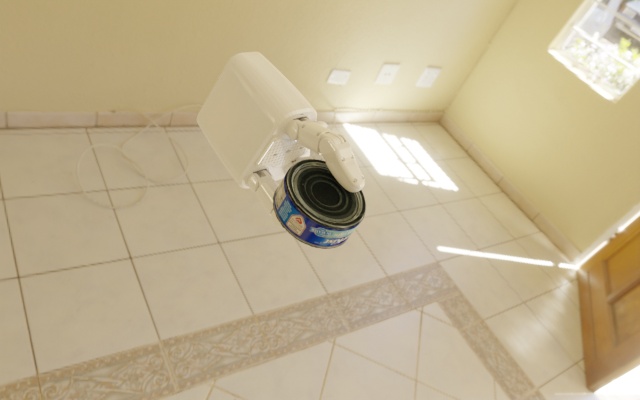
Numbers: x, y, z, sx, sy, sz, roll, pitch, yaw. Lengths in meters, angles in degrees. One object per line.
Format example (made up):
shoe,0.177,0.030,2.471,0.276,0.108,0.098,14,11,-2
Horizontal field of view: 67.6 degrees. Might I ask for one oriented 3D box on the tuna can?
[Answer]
tuna can,0.000,0.001,0.456,0.086,0.086,0.034,0,-38,-32
